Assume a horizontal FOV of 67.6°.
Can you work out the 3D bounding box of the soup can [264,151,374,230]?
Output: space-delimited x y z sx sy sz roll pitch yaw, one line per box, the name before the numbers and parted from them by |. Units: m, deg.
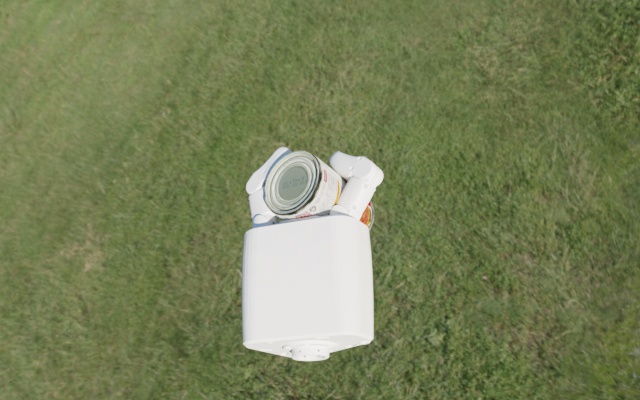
soup can | 0.000 0.001 0.481 0.068 0.068 0.102 0 -22 37
